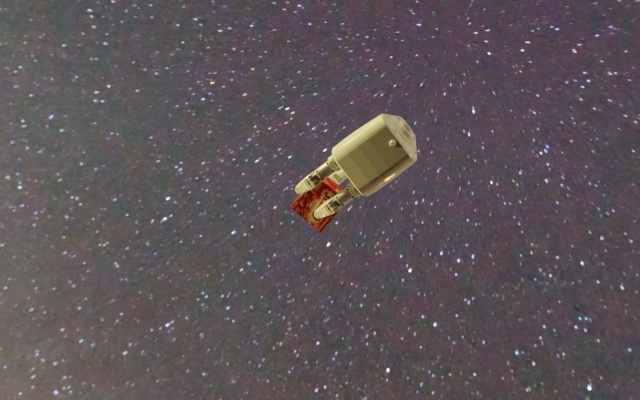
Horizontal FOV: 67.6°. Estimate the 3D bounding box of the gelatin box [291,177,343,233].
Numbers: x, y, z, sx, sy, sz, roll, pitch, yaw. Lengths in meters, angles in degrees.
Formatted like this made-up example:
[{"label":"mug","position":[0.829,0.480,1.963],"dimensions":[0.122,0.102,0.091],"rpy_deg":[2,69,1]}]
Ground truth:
[{"label":"gelatin box","position":[0.000,0.003,0.853],"dimensions":[0.073,0.089,0.030],"rpy_deg":[40,32,1]}]
